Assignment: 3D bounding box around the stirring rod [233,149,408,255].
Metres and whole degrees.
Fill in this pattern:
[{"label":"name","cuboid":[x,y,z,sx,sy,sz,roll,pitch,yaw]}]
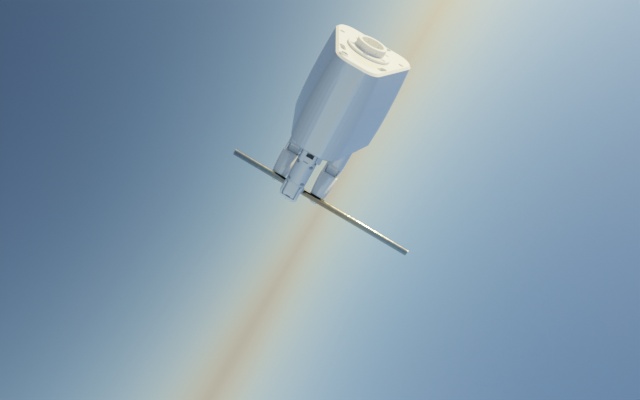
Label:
[{"label":"stirring rod","cuboid":[0.000,0.002,0.577,0.239,0.011,0.011,31,0,0]}]
